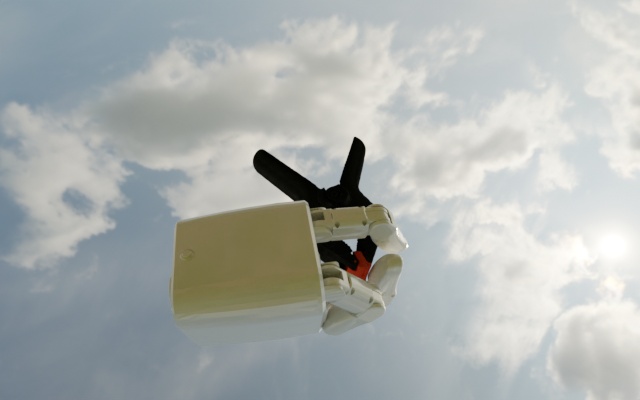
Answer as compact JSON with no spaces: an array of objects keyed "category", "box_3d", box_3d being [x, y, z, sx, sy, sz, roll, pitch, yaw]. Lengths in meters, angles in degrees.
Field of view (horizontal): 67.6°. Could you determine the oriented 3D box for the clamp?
[{"category":"clamp","box_3d":[0.000,0.002,0.456,0.120,0.171,0.039,-7,-43,-6]}]
